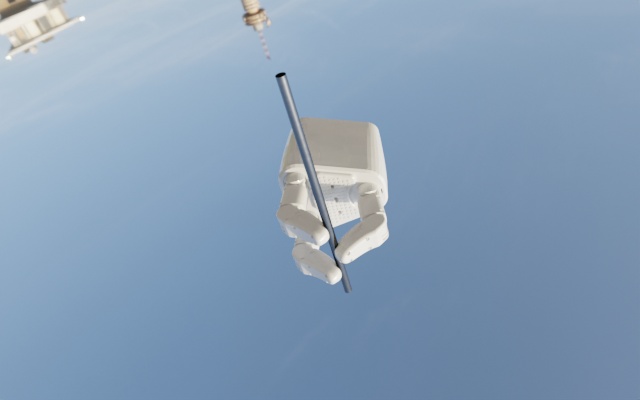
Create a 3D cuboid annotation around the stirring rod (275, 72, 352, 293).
[{"bbox_3d":[0.000,0.001,0.411,0.011,0.240,0.011,-10,39,9],"label":"stirring rod"}]
